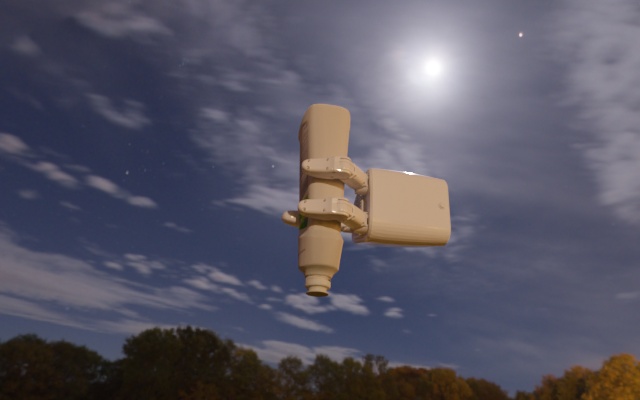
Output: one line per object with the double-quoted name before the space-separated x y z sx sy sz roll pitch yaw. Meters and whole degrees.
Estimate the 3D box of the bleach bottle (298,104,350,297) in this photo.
"bleach bottle" 0.000 0.002 0.632 0.068 0.250 0.103 7 -24 -8
